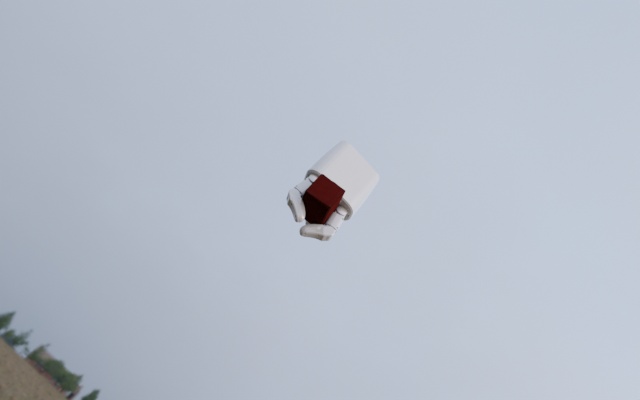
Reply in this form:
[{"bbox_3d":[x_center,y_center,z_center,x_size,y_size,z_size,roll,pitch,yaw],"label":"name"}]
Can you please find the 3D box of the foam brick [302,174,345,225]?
[{"bbox_3d":[0.000,0.003,0.826,0.053,0.051,0.078,37,-34,8],"label":"foam brick"}]
